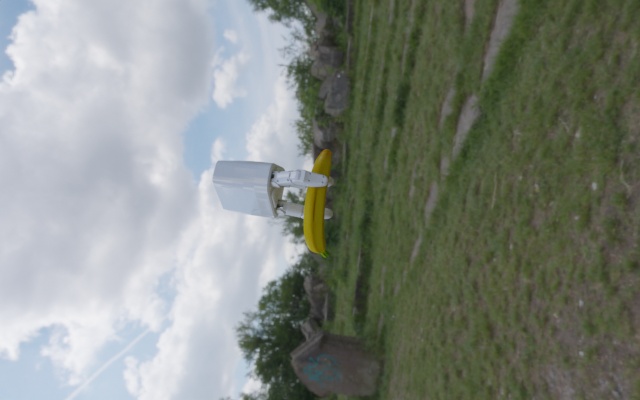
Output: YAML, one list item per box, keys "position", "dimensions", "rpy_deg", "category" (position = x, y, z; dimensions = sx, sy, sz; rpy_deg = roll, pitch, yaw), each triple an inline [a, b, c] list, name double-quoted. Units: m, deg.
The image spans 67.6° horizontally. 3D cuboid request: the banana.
- position: [-0.005, 0.008, 0.842]
  dimensions: [0.037, 0.198, 0.069]
  rpy_deg: [5, 6, 15]
  category: "banana"
